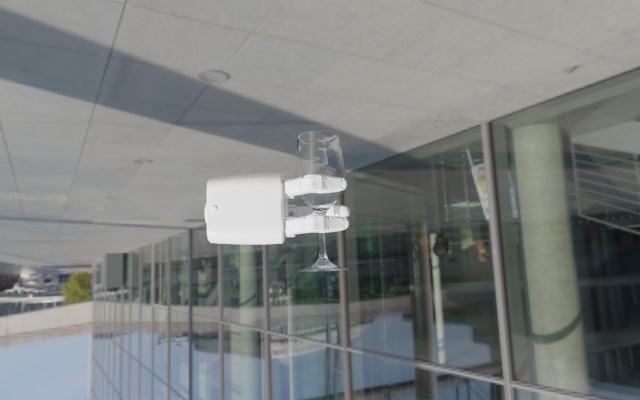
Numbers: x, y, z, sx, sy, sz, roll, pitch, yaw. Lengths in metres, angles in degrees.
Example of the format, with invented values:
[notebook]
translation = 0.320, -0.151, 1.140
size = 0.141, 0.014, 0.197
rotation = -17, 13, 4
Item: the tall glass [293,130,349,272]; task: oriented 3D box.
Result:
[tall glass]
translation = 0.000, 0.003, 0.698
size = 0.079, 0.201, 0.079
rotation = -2, -8, 0
